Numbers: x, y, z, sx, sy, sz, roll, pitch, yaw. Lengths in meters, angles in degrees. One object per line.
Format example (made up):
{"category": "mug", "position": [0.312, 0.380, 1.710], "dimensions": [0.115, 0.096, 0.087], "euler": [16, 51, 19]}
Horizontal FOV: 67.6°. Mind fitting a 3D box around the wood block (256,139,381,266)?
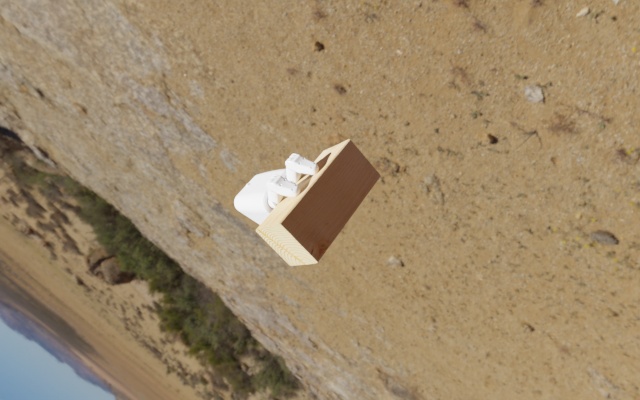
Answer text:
{"category": "wood block", "position": [0.000, 0.003, 0.809], "dimensions": [0.090, 0.091, 0.206], "euler": [-17, 29, 55]}
